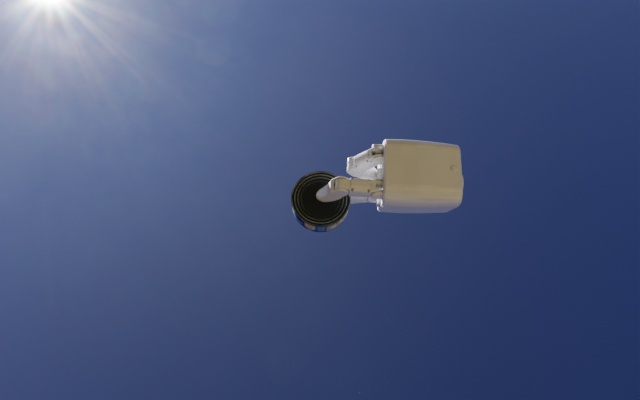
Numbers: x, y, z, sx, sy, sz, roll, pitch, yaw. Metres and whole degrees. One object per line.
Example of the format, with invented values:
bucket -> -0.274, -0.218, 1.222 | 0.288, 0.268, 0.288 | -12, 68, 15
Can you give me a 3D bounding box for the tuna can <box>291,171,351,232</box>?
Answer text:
tuna can -> 0.000, 0.002, 0.701 | 0.086, 0.086, 0.034 | 0, -21, -1
